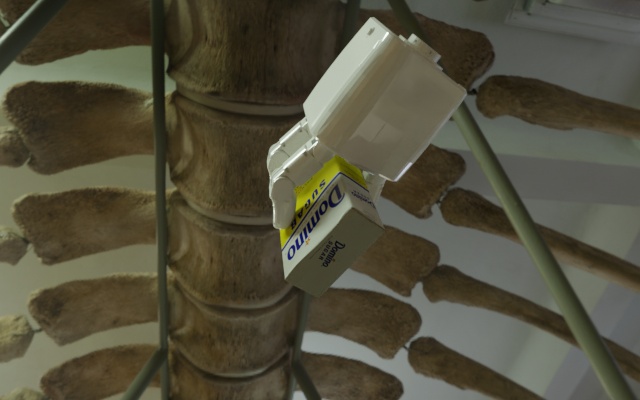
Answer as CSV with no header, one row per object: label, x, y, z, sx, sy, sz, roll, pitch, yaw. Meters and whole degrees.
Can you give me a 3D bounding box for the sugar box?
sugar box,0.000,0.001,0.475,0.048,0.093,0.176,33,21,-23
